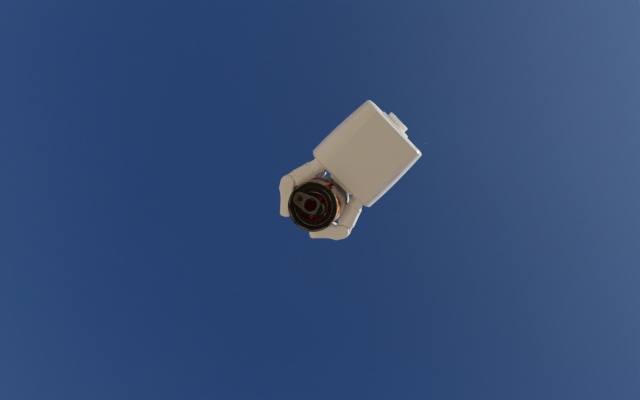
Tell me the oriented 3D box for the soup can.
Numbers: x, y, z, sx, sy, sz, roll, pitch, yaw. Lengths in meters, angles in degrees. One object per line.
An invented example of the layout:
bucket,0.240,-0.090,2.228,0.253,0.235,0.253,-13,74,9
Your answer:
soup can,0.000,0.003,0.677,0.068,0.068,0.102,0,7,12
